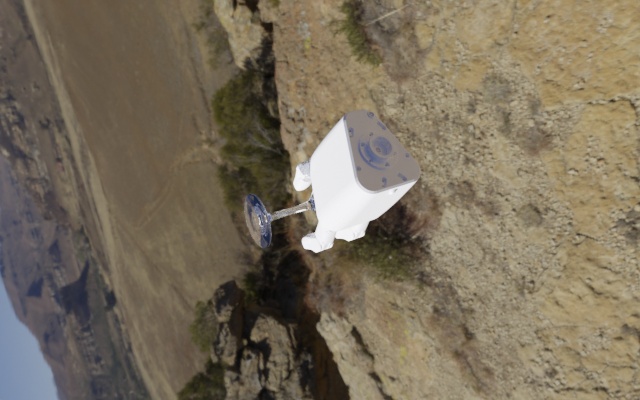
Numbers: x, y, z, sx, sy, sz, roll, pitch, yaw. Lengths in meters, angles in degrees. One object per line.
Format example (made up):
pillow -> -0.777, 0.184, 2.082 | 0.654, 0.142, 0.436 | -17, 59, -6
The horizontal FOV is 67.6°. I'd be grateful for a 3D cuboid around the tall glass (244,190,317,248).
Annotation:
tall glass -> -0.001, 0.002, 0.671 | 0.201, 0.079, 0.079 | -17, 8, -29
